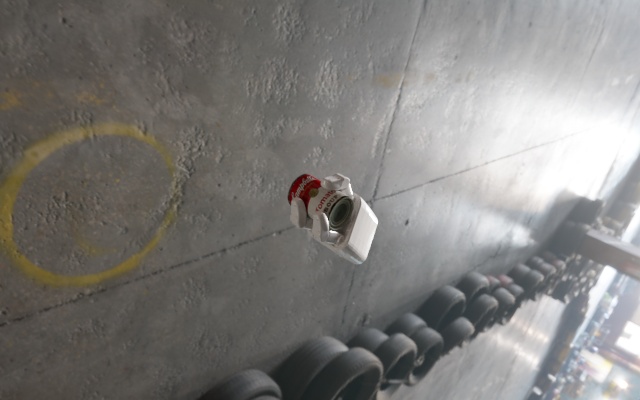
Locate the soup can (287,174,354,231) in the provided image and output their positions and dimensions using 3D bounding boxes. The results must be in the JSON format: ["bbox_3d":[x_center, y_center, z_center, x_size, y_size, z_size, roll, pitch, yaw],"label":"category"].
[{"bbox_3d":[0.000,0.003,0.848,0.102,0.068,0.068,30,18,35],"label":"soup can"}]
